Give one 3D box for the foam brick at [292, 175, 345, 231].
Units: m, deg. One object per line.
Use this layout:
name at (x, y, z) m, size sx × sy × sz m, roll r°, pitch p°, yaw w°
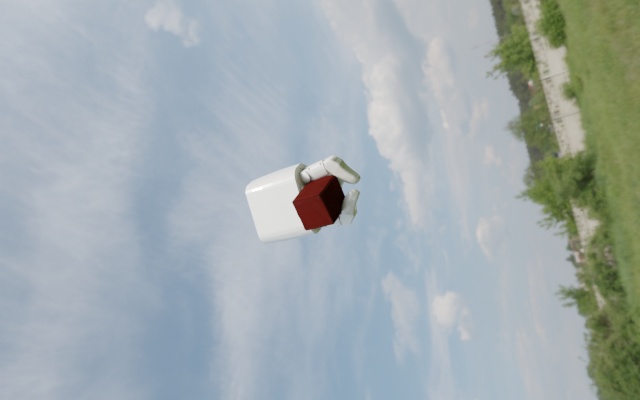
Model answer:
foam brick at (0.000, 0.002, 0.736) m, size 0.051 × 0.053 × 0.078 m, roll -15°, pitch 20°, yaw 26°
